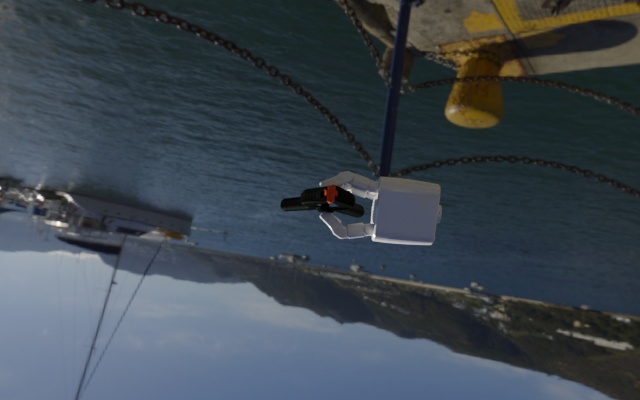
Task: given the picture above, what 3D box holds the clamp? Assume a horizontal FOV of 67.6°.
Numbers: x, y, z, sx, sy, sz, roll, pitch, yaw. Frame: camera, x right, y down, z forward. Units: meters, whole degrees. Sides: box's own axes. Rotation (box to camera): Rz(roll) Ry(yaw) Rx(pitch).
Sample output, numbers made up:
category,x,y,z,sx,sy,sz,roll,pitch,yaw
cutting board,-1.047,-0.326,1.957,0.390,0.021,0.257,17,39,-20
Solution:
category,x,y,z,sx,sy,sz,roll,pitch,yaw
clamp,0.000,0.004,0.854,0.164,0.036,0.210,3,-8,3
